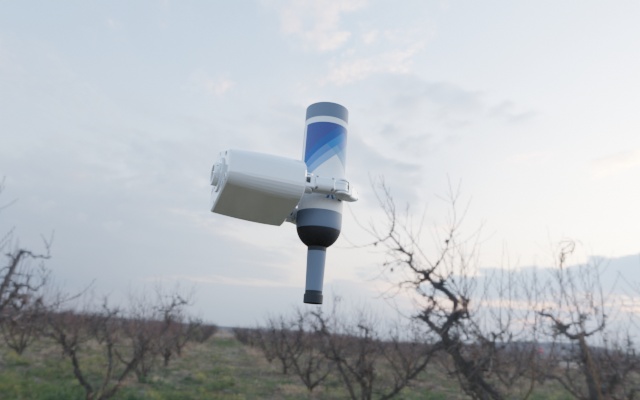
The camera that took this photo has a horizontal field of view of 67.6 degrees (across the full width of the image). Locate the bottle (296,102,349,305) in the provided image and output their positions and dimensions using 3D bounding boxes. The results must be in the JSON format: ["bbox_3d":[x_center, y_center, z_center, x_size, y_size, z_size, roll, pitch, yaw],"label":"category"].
[{"bbox_3d":[0.000,0.002,0.703,0.069,0.295,0.069,4,-16,1],"label":"bottle"}]
